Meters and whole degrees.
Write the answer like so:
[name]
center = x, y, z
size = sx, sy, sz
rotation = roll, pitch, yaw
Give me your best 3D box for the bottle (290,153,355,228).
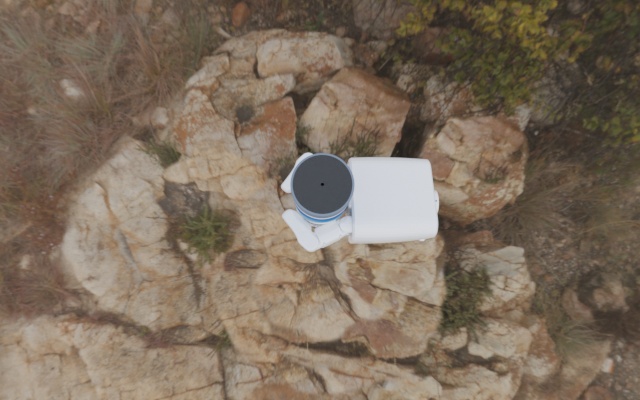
[bottle]
center = 0.000, 0.002, 0.637
size = 0.069, 0.069, 0.296
rotation = 0, -7, -1
